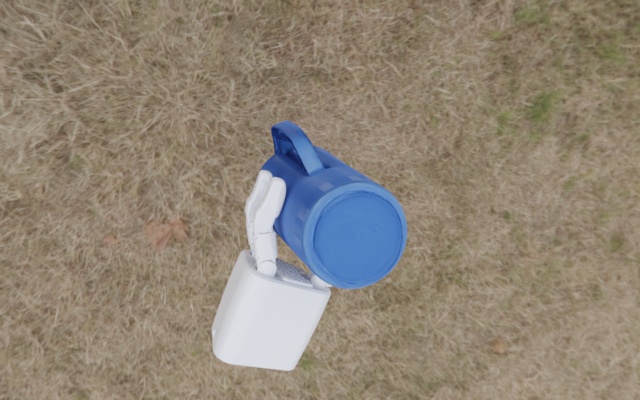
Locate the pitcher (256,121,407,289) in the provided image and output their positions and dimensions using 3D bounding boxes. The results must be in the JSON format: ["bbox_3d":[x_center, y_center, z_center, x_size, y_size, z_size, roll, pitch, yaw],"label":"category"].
[{"bbox_3d":[0.000,0.002,0.560,0.149,0.145,0.242,23,5,-19],"label":"pitcher"}]
